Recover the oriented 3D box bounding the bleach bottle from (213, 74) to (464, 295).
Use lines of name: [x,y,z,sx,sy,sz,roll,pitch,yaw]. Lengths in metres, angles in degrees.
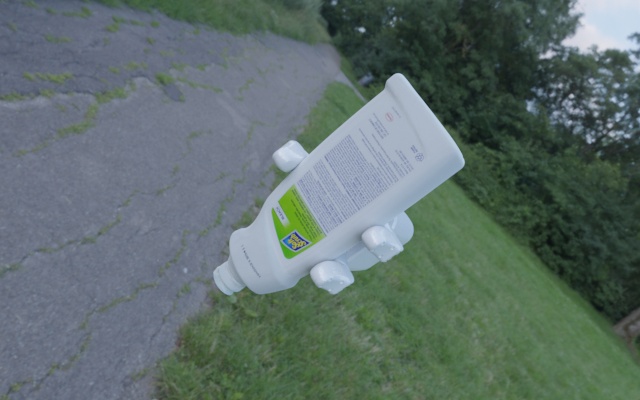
bleach bottle: [0.000,0.001,0.442,0.251,0.102,0.068,-36,-22,12]
